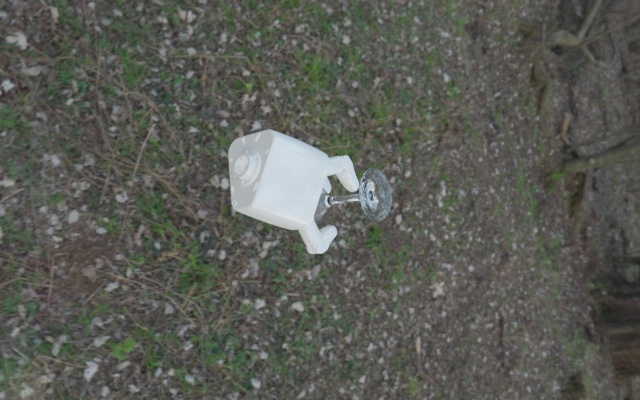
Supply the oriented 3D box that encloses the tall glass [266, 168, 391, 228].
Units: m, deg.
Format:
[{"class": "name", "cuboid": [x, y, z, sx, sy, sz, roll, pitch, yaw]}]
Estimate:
[{"class": "tall glass", "cuboid": [0.001, 0.002, 0.711, 0.201, 0.079, 0.079, -8, -5, 40]}]
